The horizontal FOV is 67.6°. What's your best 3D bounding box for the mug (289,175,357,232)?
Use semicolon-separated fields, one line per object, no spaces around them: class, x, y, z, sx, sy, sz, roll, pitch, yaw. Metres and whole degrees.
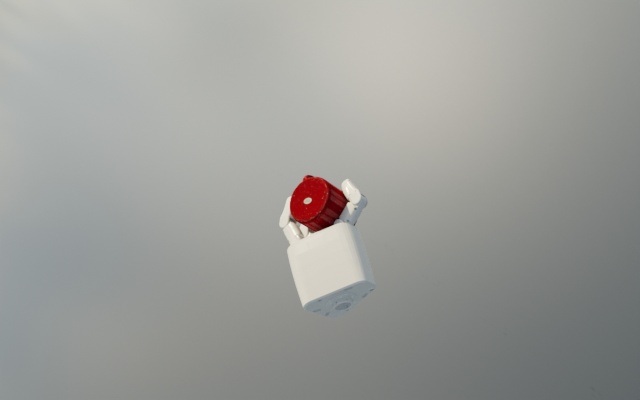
mug;0.000;0.001;0.796;0.093;0.117;0.081;-35;-39;21
